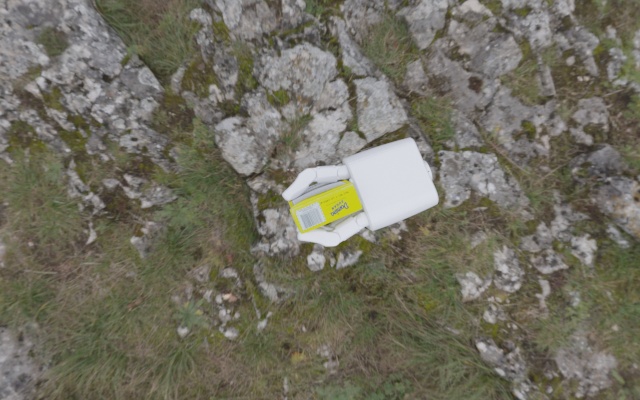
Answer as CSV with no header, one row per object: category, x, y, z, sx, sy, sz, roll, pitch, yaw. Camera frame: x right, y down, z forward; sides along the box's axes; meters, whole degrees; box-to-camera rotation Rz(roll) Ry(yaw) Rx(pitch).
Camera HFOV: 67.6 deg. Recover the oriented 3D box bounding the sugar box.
sugar box,0.000,0.003,0.719,0.093,0.048,0.176,-22,5,-2
